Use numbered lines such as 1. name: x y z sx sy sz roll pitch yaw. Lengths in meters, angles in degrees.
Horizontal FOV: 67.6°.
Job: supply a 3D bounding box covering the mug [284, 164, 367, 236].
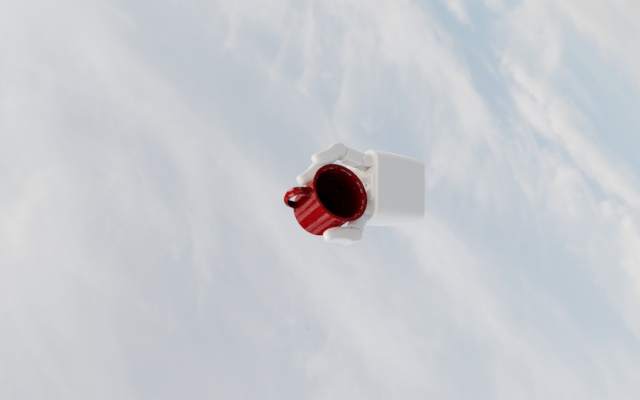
1. mug: -0.001 0.002 0.718 0.117 0.093 0.081 7 -27 -29
